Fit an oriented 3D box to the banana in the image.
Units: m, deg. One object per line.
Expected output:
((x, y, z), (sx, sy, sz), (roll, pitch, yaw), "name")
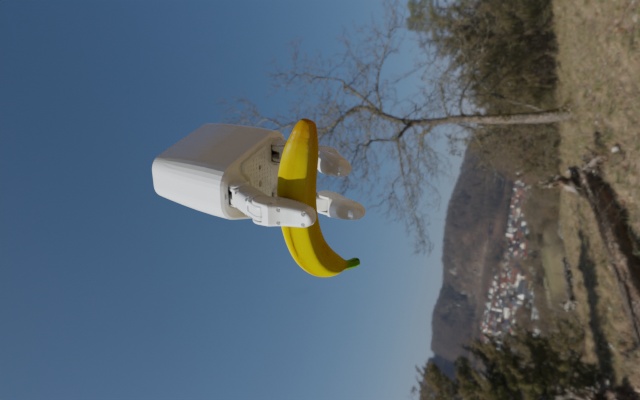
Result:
((-0.010, 0.016, 0.476), (0.037, 0.198, 0.069), (19, 52, 37), "banana")
